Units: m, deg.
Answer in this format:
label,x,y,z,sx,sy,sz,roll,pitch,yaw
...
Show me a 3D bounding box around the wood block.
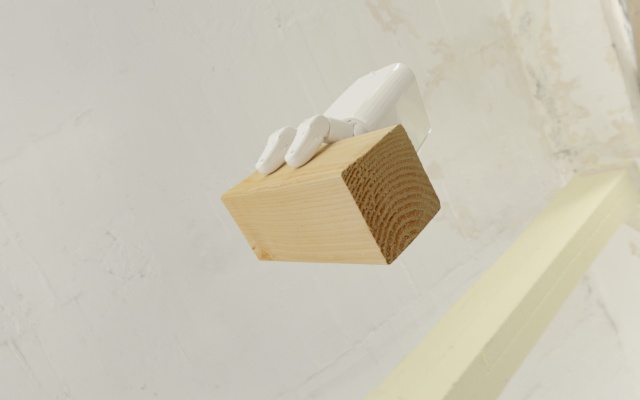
label,x,y,z,sx,sy,sz,roll,pitch,yaw
wood block,0.000,0.002,0.478,0.090,0.091,0.206,-41,19,-33
